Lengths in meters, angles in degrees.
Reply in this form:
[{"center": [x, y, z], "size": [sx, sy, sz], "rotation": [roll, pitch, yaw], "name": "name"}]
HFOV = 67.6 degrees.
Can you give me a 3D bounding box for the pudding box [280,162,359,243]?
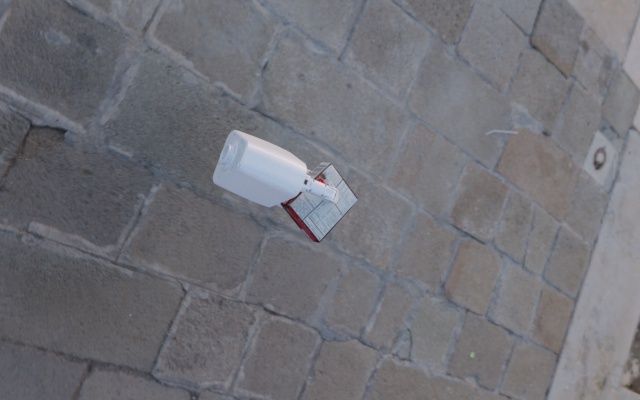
[{"center": [0.000, 0.003, 0.821], "size": [0.113, 0.090, 0.039], "rotation": [-45, 23, -19], "name": "pudding box"}]
